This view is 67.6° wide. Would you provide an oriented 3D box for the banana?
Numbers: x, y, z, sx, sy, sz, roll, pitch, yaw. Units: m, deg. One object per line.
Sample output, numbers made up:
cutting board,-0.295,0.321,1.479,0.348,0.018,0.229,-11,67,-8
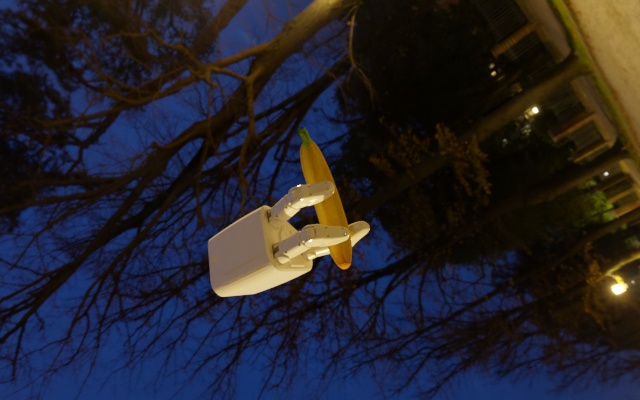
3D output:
banana,0.005,0.000,0.660,0.037,0.197,0.069,-22,-10,16
